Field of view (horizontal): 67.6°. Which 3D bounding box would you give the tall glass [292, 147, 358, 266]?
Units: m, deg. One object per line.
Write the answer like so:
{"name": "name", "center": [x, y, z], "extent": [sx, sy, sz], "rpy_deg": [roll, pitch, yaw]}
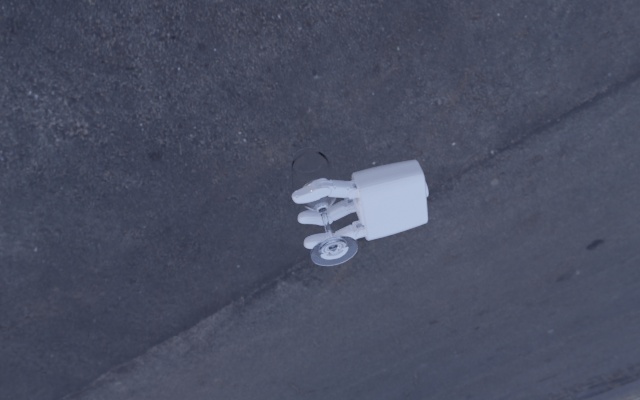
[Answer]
{"name": "tall glass", "center": [0.000, 0.003, 0.776], "extent": [0.079, 0.201, 0.079], "rpy_deg": [-10, -40, -8]}
